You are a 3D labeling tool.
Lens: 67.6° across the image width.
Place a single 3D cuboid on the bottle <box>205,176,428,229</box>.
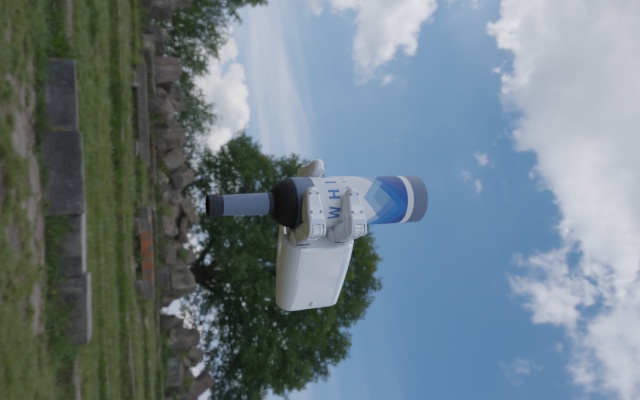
[{"bbox_3d":[0.000,0.002,0.627,0.296,0.069,0.069,-2,1,-23],"label":"bottle"}]
